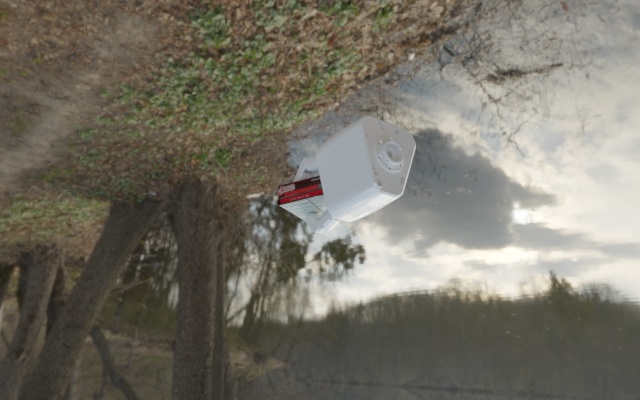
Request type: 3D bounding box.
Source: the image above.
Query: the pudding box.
[{"bbox_3d":[0.000,0.003,0.744,0.090,0.039,0.113,-12,-28,29],"label":"pudding box"}]
